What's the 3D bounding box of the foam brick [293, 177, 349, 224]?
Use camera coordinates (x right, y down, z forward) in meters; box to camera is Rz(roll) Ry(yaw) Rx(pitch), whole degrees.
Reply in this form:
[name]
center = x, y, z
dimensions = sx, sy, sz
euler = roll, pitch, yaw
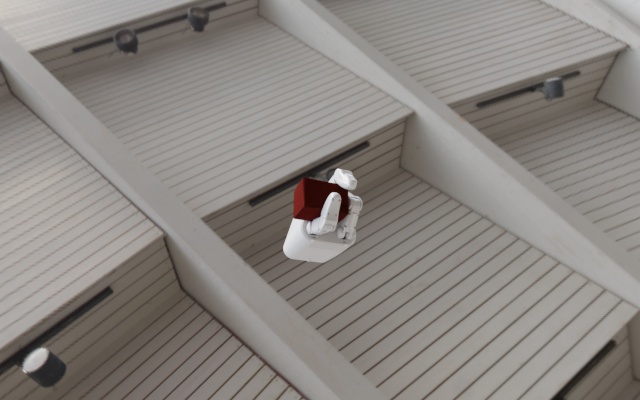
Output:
[foam brick]
center = 0.000, 0.002, 0.760
dimensions = 0.078, 0.053, 0.051
euler = 10, -27, -21
